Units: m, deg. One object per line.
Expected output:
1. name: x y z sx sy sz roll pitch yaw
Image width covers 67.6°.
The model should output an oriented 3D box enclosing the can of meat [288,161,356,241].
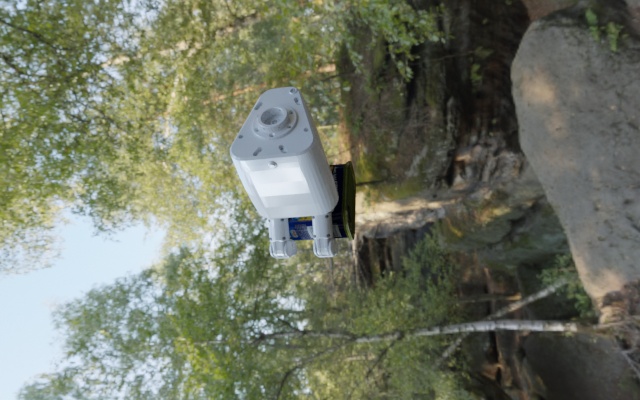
1. can of meat: 0.000 0.002 0.617 0.084 0.102 0.057 -4 -33 12
